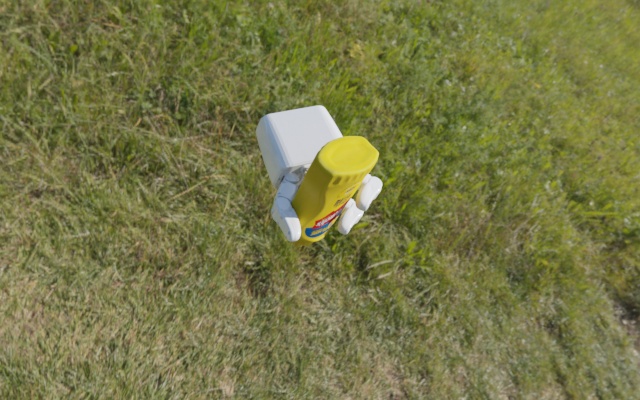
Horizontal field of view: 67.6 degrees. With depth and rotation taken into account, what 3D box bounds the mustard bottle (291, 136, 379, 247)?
[{"bbox_3d":[0.000,0.002,0.636,0.096,0.058,0.192,-30,-20,-42],"label":"mustard bottle"}]
